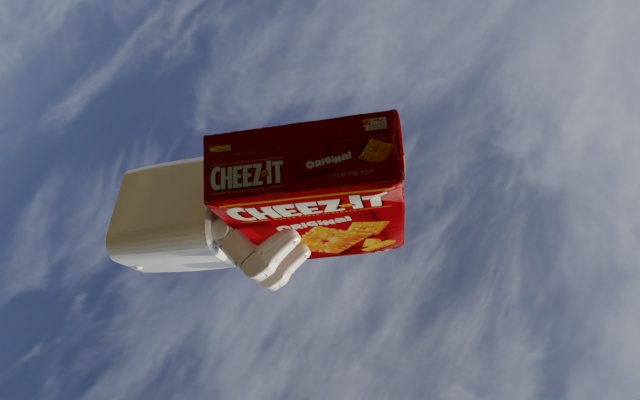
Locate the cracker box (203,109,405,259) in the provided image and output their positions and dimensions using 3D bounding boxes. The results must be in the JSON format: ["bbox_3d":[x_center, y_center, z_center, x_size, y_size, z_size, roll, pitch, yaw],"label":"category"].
[{"bbox_3d":[0.000,0.001,0.475,0.164,0.072,0.214,-7,-20,7],"label":"cracker box"}]
